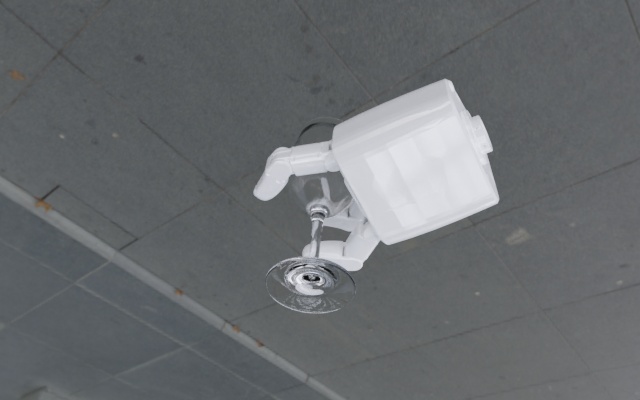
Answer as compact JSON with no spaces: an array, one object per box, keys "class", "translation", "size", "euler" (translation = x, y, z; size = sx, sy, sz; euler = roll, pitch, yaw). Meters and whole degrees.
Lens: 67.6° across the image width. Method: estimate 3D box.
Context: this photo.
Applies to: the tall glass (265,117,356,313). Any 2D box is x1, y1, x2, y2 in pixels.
[{"class":"tall glass","translation":[0.000,0.002,0.456],"size":[0.079,0.079,0.200],"euler":[0,44,6]}]
